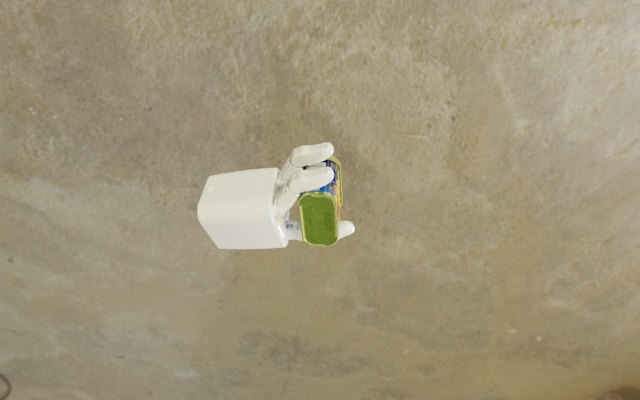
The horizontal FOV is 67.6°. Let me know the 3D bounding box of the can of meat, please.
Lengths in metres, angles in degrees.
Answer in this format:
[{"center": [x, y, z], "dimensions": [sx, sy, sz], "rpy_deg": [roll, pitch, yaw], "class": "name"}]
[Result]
[{"center": [0.000, 0.002, 0.669], "dimensions": [0.057, 0.102, 0.084], "rpy_deg": [0, 40, 5], "class": "can of meat"}]
